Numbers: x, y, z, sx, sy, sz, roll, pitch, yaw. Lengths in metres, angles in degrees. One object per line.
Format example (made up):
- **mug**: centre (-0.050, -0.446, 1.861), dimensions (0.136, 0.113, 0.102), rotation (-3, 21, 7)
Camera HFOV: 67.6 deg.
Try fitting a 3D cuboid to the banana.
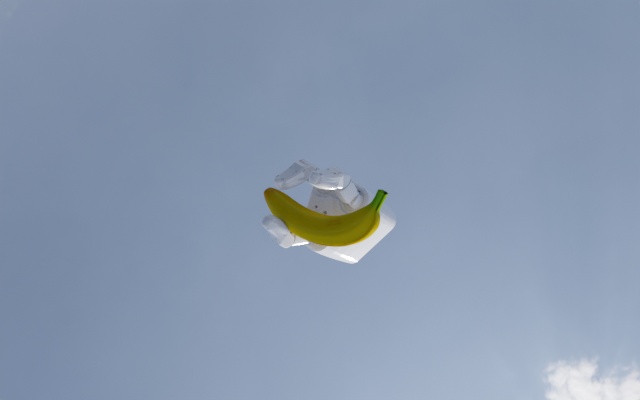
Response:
- **banana**: centre (0.000, 0.020, 0.589), dimensions (0.198, 0.069, 0.037), rotation (2, -8, 40)
